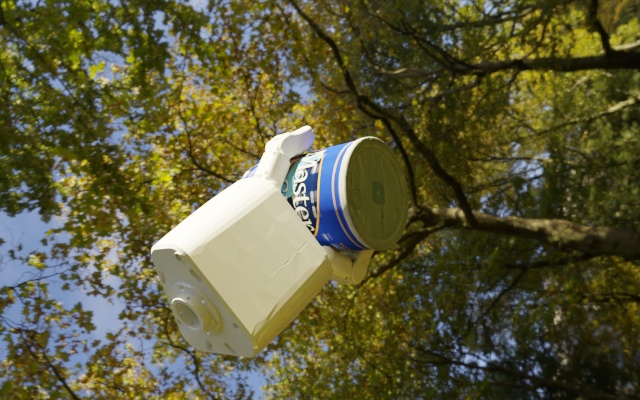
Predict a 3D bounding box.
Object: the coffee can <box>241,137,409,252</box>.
[{"bbox_3d":[0.000,0.001,0.471,0.140,0.103,0.103,-9,-6,40],"label":"coffee can"}]
